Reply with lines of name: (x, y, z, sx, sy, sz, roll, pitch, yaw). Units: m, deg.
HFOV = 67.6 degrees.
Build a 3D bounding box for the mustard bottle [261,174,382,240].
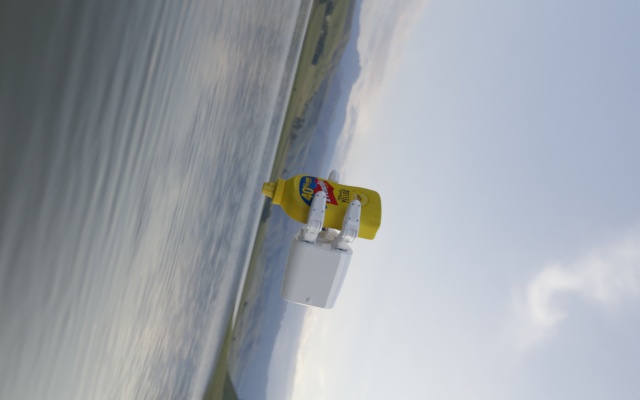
mustard bottle: (0.000, 0.002, 0.767, 0.191, 0.058, 0.096, 14, 41, -7)
